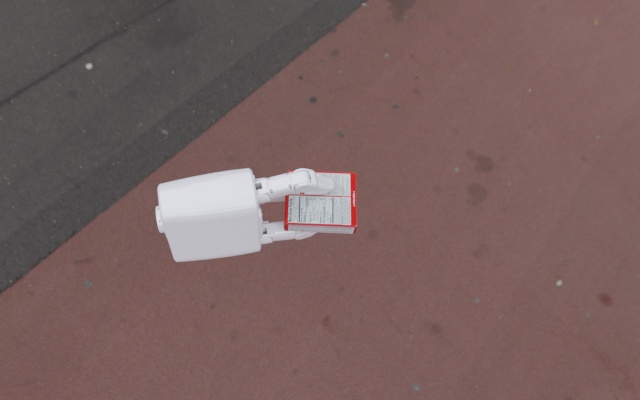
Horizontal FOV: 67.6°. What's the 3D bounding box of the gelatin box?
[{"bbox_3d":[0.000,0.002,0.591,0.089,0.073,0.030,2,-23,-3],"label":"gelatin box"}]
